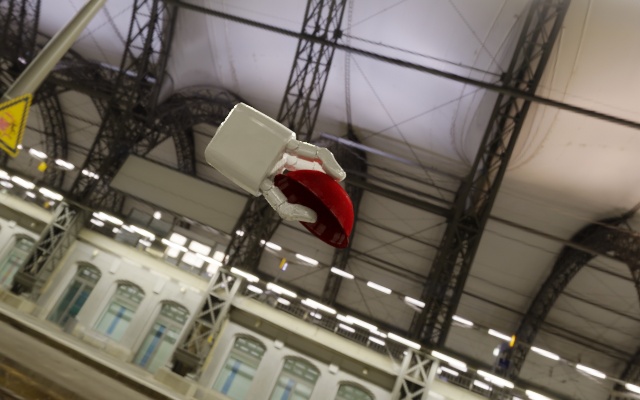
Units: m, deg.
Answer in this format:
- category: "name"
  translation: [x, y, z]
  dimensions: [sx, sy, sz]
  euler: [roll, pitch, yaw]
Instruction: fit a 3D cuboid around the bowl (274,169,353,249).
- category: "bowl"
  translation: [0.001, 0.003, 0.774]
  dimensions: [0.055, 0.162, 0.162]
  euler: [-44, 18, -19]
